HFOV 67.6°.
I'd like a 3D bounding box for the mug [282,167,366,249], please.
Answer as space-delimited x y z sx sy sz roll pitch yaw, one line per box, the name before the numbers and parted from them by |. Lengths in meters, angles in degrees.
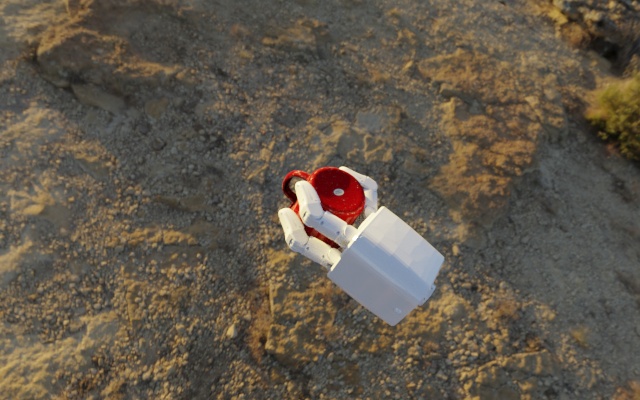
mug | -0.001 0.001 0.645 0.093 0.117 0.081 -46 -9 -42
